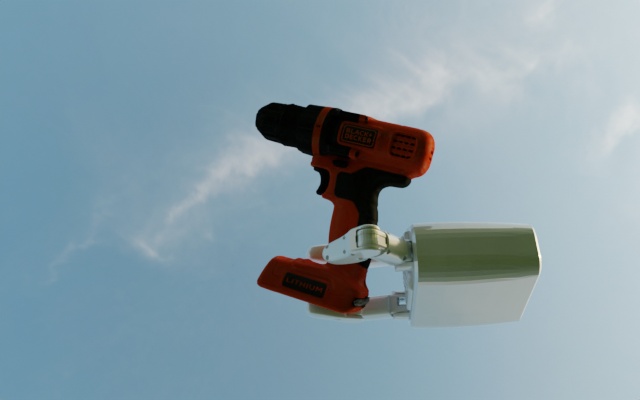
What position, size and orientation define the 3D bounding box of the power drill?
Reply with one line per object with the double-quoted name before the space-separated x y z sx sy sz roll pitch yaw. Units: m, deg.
"power drill" 0.000 0.002 0.464 0.184 0.187 0.057 15 -1 21
